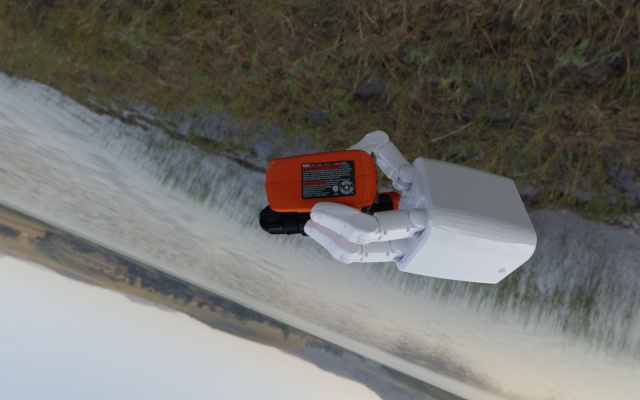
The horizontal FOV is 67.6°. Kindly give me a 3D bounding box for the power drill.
[{"bbox_3d":[0.000,0.002,0.531,0.184,0.057,0.188,-6,-12,9],"label":"power drill"}]
